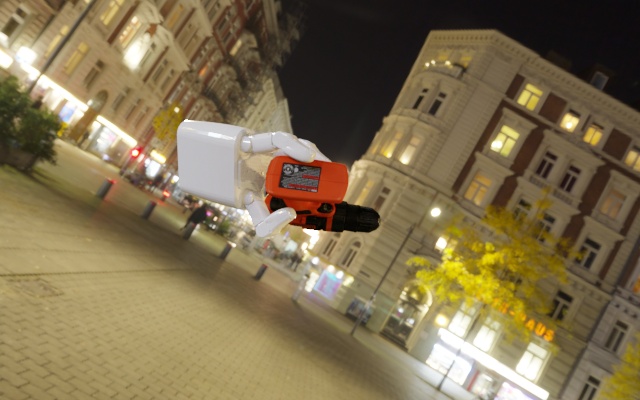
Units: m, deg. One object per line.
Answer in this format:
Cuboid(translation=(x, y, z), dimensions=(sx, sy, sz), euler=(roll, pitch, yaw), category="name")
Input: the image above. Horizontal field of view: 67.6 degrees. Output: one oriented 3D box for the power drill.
Cuboid(translation=(0.000, 0.002, 0.681), dimensions=(0.184, 0.057, 0.188), euler=(6, -18, 3), category="power drill")
